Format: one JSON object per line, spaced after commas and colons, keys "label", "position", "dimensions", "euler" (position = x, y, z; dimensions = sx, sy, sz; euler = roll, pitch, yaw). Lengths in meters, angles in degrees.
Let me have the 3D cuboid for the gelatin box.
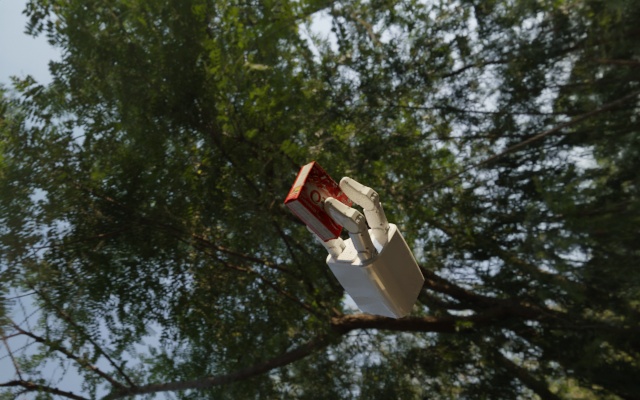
{"label": "gelatin box", "position": [0.000, 0.002, 0.663], "dimensions": [0.030, 0.073, 0.089], "euler": [-21, -56, 43]}
